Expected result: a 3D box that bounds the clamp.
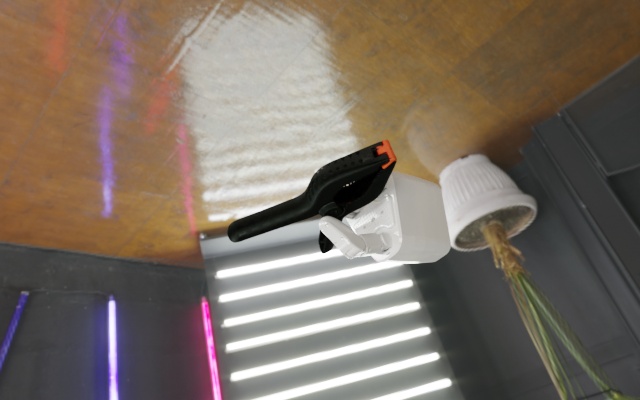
[{"bbox_3d":[0.001,0.002,0.556,0.164,0.036,0.210,7,-38,-38],"label":"clamp"}]
